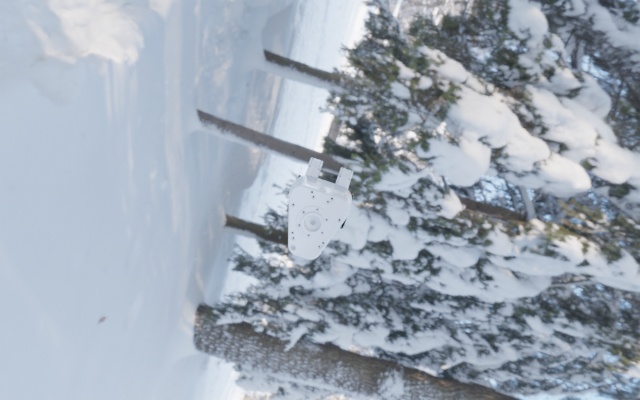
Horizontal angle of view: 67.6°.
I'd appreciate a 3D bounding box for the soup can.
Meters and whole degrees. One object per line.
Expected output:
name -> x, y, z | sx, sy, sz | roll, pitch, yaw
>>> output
soup can -> 0.000, 0.003, 0.834 | 0.102, 0.068, 0.068 | 18, 0, 0
